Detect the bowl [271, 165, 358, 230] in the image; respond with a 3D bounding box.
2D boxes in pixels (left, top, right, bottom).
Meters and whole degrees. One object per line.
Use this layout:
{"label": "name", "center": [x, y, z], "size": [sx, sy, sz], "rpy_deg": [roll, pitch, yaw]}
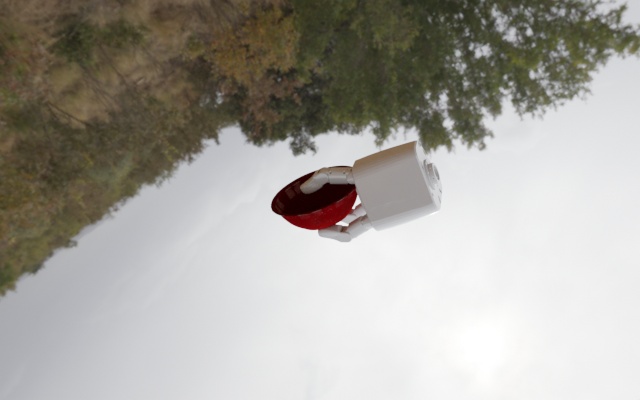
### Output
{"label": "bowl", "center": [-0.001, 0.003, 0.807], "size": [0.162, 0.055, 0.162], "rpy_deg": [-17, 25, 8]}
